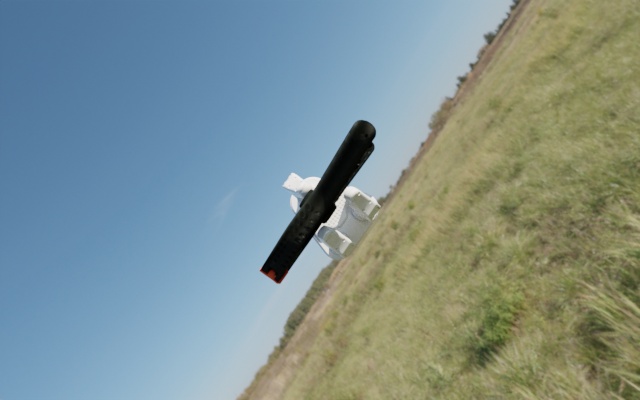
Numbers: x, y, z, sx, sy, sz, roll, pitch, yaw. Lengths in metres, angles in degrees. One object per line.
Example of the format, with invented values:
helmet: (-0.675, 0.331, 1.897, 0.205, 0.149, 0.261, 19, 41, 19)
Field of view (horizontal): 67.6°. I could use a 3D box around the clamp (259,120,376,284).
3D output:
clamp: (-0.001, 0.002, 0.534, 0.036, 0.210, 0.164, 35, -3, 5)
